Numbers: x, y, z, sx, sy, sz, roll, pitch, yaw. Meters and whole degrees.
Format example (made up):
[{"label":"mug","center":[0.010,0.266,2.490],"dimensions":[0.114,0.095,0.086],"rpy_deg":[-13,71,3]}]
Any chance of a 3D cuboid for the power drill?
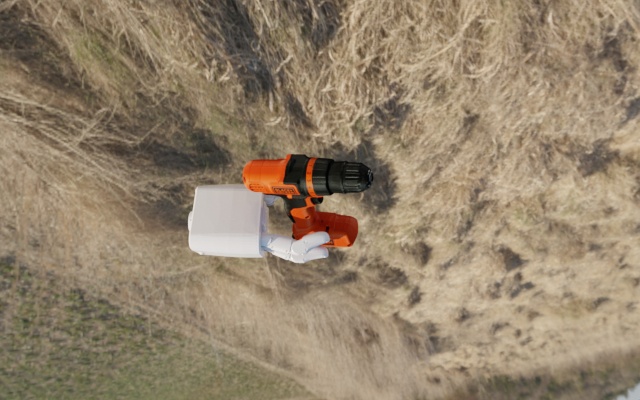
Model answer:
[{"label":"power drill","center":[0.000,0.003,0.701],"dimensions":[0.184,0.057,0.188],"rpy_deg":[4,-32,21]}]
